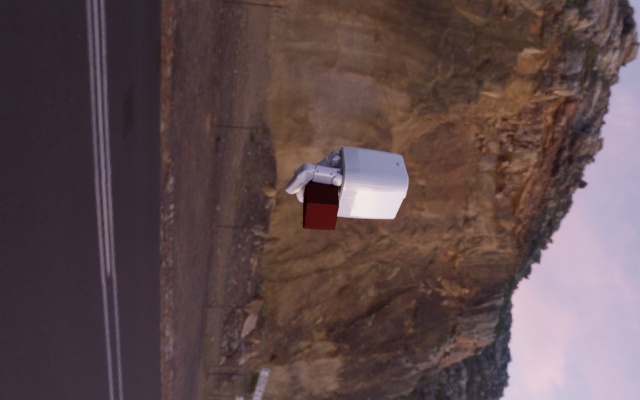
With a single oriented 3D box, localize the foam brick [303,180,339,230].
[{"bbox_3d":[0.000,0.003,0.757,0.051,0.053,0.078,6,37,-6],"label":"foam brick"}]
